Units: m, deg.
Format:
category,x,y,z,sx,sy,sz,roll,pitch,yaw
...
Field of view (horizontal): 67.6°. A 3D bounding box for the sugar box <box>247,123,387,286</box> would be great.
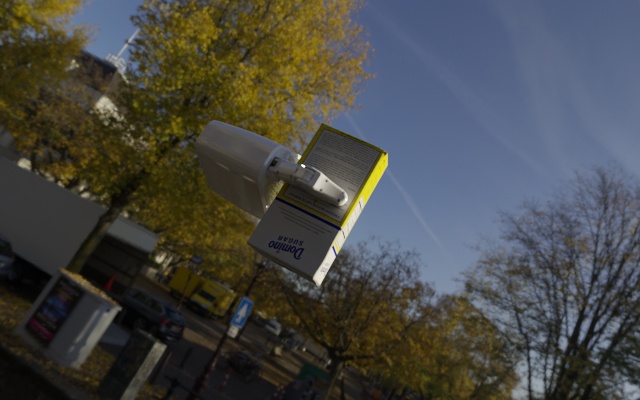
category,x,y,z,sx,sy,sz,roll,pitch,yaw
sugar box,0.000,0.002,0.569,0.093,0.176,0.048,26,-14,19
